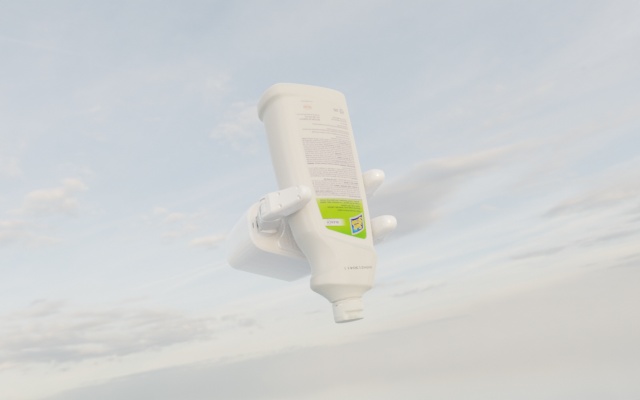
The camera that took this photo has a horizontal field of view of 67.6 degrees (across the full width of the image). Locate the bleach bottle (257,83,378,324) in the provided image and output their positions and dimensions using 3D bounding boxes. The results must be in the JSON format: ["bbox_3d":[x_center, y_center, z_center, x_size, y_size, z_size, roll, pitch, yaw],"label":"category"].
[{"bbox_3d":[0.000,0.002,0.505,0.102,0.250,0.068,0,-22,-28],"label":"bleach bottle"}]
